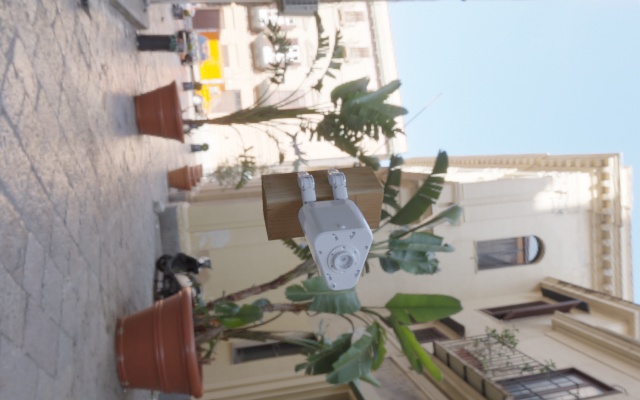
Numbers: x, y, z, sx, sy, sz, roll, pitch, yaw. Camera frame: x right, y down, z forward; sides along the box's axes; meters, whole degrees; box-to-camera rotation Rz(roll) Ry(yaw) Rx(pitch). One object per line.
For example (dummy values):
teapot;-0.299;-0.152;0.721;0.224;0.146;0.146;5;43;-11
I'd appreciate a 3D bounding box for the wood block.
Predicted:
wood block;0.000;0.003;0.873;0.206;0.091;0.090;-5;35;-11
